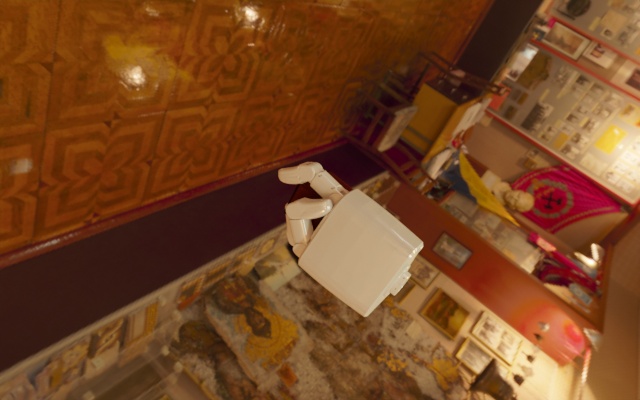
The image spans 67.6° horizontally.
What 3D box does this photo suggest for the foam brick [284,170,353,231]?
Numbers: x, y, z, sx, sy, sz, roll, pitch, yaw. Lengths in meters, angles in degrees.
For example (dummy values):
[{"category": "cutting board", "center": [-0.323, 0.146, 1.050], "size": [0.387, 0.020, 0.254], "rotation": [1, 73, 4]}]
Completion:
[{"category": "foam brick", "center": [0.000, 0.002, 0.631], "size": [0.051, 0.053, 0.078], "rotation": [38, 32, 17]}]
